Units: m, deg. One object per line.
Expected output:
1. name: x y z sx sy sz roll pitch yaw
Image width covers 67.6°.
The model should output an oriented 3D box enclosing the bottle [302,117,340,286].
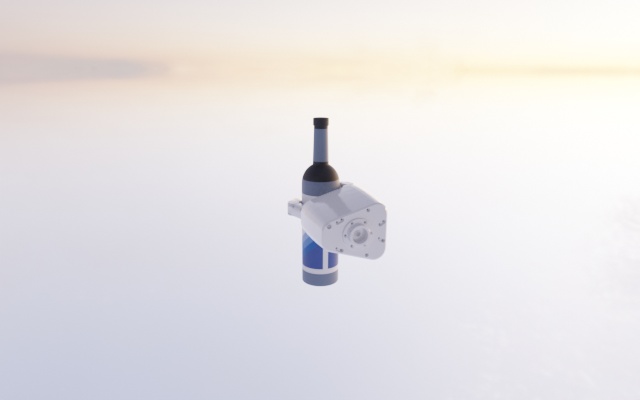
1. bottle: 0.000 0.003 0.842 0.069 0.296 0.069 0 15 0
